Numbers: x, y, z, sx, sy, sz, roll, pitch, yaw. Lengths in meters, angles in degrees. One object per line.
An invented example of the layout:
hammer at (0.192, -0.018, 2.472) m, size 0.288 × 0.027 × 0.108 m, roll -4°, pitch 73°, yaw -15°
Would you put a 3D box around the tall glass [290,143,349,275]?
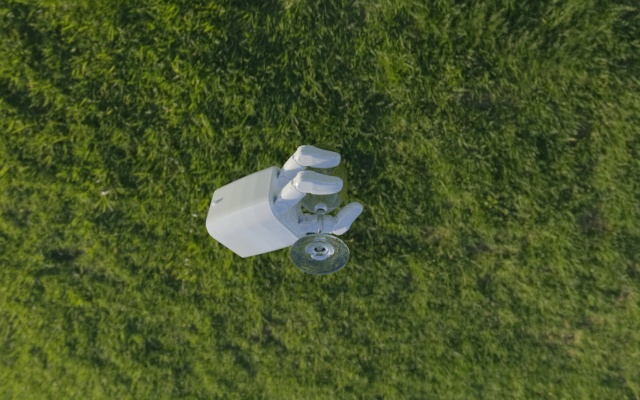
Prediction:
tall glass at (0.000, 0.003, 0.665) m, size 0.079 × 0.079 × 0.200 m, roll 0°, pitch 42°, yaw 2°
